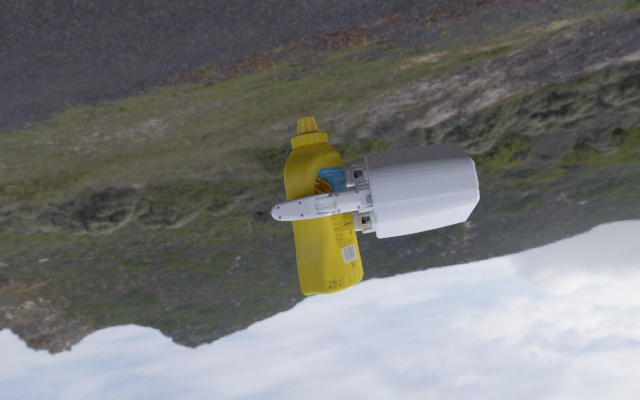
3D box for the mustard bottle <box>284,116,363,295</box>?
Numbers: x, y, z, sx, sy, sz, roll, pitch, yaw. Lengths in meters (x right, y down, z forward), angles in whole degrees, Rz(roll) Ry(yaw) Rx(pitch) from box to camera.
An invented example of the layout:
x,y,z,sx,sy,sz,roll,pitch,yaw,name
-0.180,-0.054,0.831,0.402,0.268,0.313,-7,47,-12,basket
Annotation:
x,y,z,sx,sy,sz,roll,pitch,yaw,name
0.000,0.002,0.531,0.058,0.191,0.096,-9,0,30,mustard bottle
